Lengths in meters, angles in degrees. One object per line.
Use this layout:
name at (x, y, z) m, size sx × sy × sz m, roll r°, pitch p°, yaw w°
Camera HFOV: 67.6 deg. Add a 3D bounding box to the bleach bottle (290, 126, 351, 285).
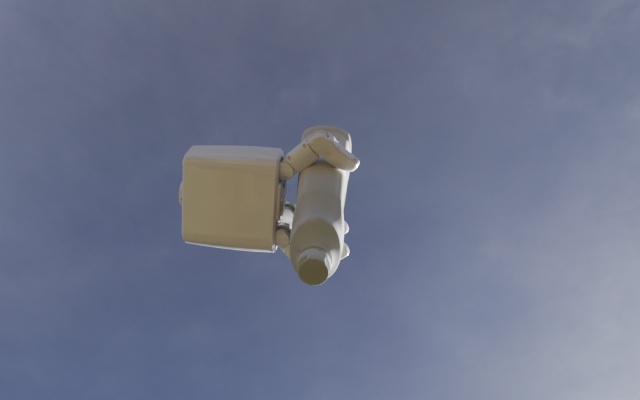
bleach bottle at (0.000, 0.002, 0.534) m, size 0.068 × 0.103 × 0.250 m, roll 4°, pitch 26°, yaw 1°
